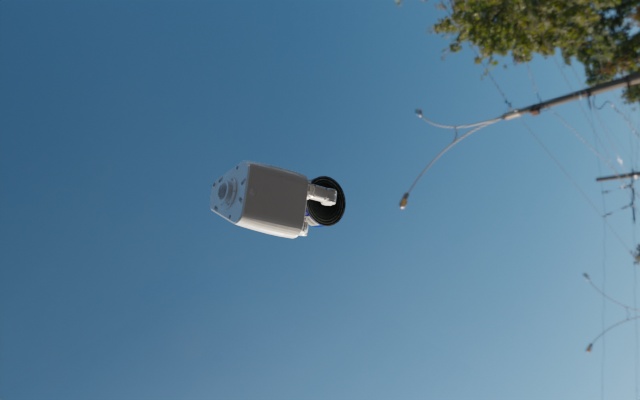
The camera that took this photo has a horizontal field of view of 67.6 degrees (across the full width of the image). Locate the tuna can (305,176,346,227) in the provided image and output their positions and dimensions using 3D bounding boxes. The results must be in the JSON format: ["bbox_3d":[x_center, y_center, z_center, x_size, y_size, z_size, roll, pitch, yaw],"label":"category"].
[{"bbox_3d":[0.000,0.003,0.819,0.086,0.086,0.034,0,-7,-38],"label":"tuna can"}]
